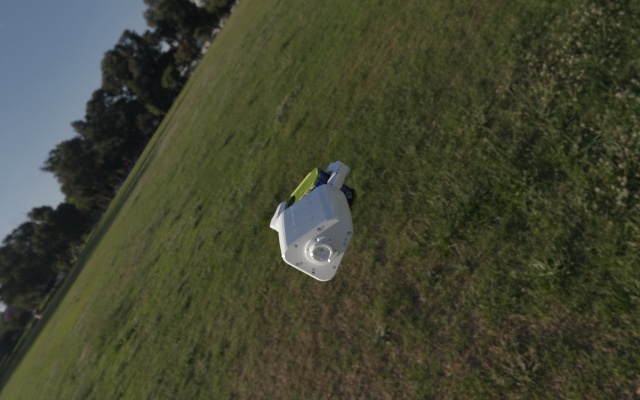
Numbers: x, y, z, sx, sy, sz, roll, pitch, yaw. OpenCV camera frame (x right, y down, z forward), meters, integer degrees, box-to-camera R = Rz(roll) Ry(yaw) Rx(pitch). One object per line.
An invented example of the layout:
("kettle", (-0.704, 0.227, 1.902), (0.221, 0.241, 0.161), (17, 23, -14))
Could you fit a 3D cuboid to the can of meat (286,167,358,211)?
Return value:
("can of meat", (0.000, 0.002, 0.831), (0.084, 0.102, 0.057), (32, 23, -20))
